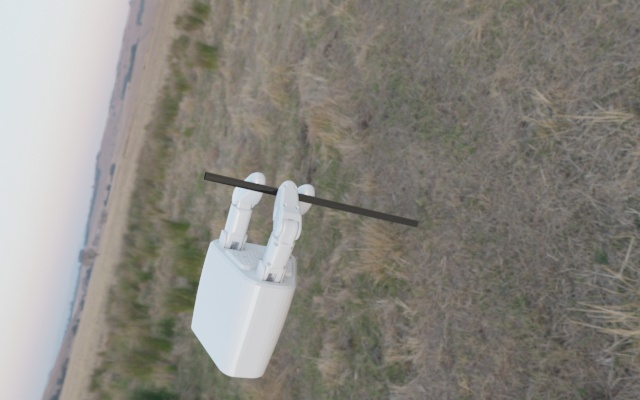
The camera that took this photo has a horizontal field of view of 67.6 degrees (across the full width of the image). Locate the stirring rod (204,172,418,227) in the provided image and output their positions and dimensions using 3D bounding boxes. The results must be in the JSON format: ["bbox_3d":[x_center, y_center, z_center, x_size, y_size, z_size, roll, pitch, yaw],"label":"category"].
[{"bbox_3d":[0.000,0.002,0.493,0.239,0.011,0.011,13,-5,-23],"label":"stirring rod"}]
